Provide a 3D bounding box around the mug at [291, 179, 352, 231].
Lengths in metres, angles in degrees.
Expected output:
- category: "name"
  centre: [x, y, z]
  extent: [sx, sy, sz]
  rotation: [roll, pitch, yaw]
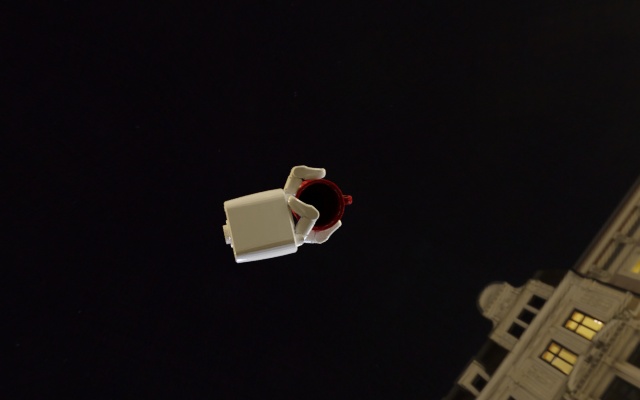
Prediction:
- category: "mug"
  centre: [0.001, 0.003, 0.890]
  extent: [0.117, 0.093, 0.081]
  rotation: [-10, 8, -13]
